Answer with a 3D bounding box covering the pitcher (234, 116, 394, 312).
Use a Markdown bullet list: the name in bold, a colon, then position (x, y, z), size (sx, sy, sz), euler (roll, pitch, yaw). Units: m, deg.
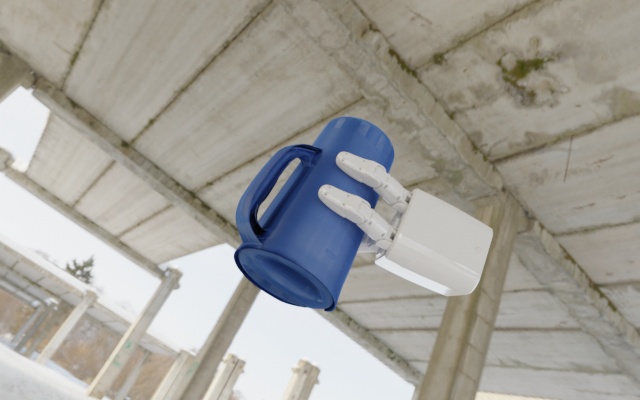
- **pitcher**: position (0.000, 0.002, 0.602), size (0.145, 0.242, 0.149), euler (26, -31, 5)
